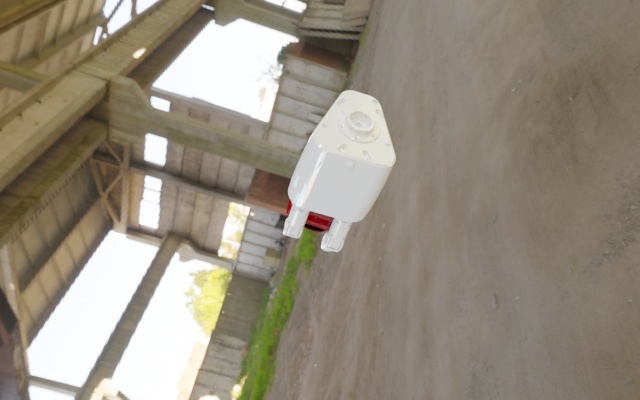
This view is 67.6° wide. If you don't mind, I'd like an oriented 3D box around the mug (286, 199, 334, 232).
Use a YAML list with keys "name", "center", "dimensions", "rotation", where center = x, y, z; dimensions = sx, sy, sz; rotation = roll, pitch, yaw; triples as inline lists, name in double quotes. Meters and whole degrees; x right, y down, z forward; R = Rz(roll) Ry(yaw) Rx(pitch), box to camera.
- name: "mug"
  center: [0.000, 0.003, 0.655]
  dimensions: [0.081, 0.093, 0.117]
  rotation: [18, -40, -7]
